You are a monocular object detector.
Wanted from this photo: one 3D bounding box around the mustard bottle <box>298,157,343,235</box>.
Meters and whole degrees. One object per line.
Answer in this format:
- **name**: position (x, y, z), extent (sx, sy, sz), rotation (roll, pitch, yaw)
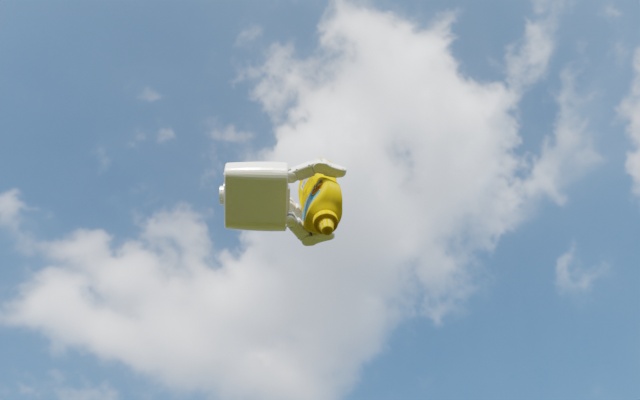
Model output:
- **mustard bottle**: position (0.000, 0.003, 0.831), extent (0.058, 0.096, 0.191), rotation (23, 23, -17)
